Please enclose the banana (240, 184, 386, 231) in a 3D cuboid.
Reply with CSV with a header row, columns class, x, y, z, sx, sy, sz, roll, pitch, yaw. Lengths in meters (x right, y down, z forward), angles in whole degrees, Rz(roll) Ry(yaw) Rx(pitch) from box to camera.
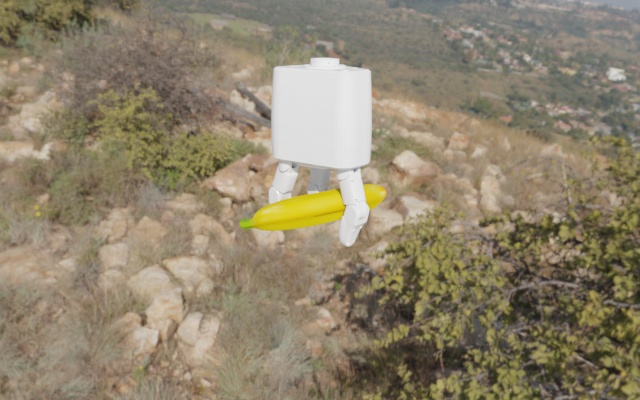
class,x,y,z,sx,sy,sz,roll,pitch,yaw
banana,0.004,0.005,0.580,0.198,0.037,0.069,-11,12,-19
